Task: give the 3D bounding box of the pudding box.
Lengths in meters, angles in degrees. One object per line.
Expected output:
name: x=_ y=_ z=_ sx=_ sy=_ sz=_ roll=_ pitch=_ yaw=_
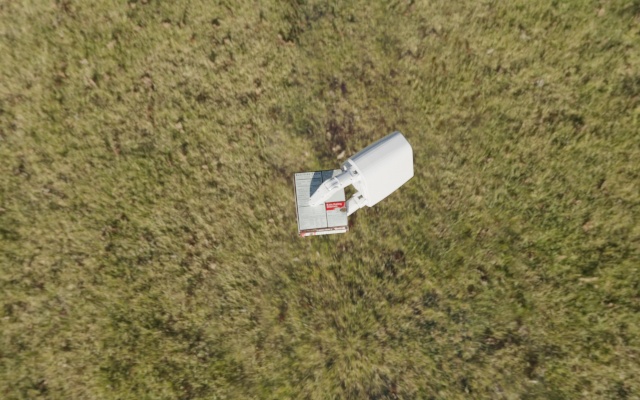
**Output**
pudding box: x=0.000 y=0.003 z=0.851 sx=0.090 sy=0.113 sz=0.039 roll=-5 pitch=-19 yaw=-2
